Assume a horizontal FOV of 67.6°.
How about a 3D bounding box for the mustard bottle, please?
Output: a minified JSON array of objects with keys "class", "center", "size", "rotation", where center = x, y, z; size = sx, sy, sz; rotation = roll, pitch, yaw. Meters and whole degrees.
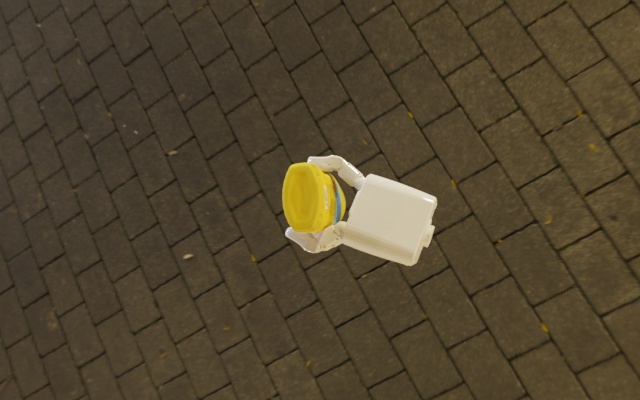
[{"class":"mustard bottle","center":[0.000,0.002,0.736],"size":[0.058,0.096,0.191],"rotation":[-6,-6,16]}]
